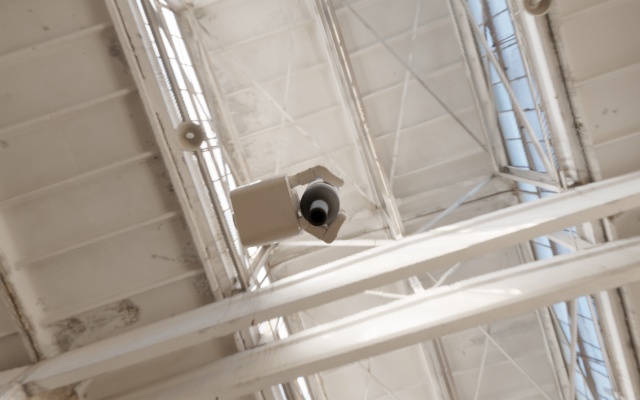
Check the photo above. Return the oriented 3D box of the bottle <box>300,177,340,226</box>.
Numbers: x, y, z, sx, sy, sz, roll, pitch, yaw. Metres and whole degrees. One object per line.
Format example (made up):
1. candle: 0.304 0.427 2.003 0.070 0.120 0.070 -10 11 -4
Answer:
1. bottle: 0.000 0.003 0.822 0.069 0.069 0.295 0 8 2
